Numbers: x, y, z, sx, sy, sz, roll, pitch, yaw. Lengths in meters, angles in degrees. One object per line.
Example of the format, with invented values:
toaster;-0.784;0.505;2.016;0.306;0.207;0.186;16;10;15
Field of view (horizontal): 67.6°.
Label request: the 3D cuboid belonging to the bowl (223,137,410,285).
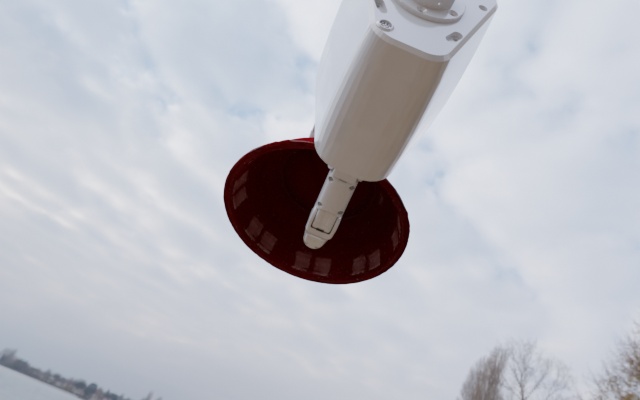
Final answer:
bowl;-0.001;0.002;0.422;0.162;0.162;0.055;0;40;19
